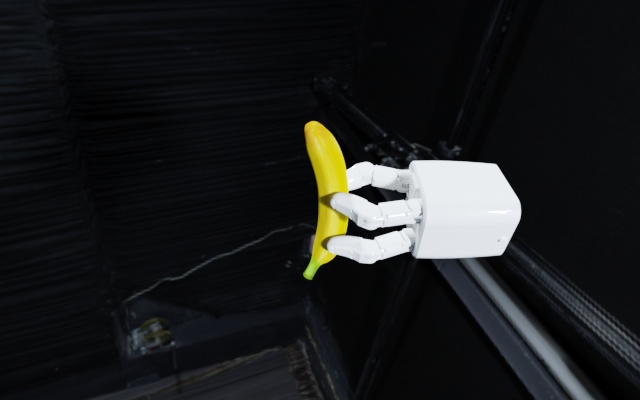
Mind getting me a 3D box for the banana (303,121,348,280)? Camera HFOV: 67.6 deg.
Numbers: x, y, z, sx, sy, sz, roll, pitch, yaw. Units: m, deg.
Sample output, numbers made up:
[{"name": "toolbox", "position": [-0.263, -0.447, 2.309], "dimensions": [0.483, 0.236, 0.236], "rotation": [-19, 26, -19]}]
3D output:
[{"name": "banana", "position": [0.008, -0.003, 0.557], "dimensions": [0.037, 0.198, 0.069], "rotation": [12, 29, 23]}]
